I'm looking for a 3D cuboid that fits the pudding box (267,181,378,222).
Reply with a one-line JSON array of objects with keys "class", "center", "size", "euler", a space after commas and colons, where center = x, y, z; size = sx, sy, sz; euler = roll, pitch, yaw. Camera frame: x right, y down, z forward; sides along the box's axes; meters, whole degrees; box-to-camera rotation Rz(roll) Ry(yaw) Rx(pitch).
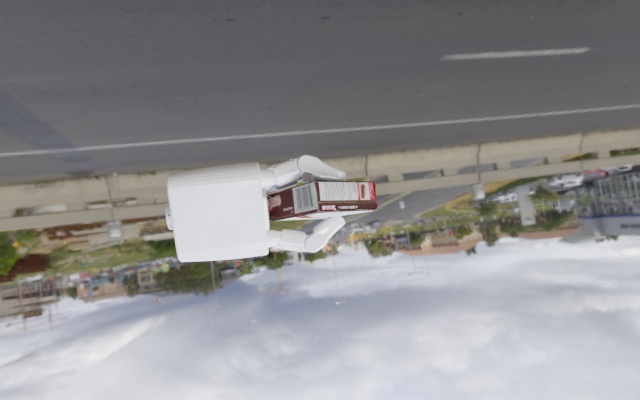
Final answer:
[{"class": "pudding box", "center": [0.000, 0.002, 0.586], "size": [0.090, 0.039, 0.113], "euler": [-2, -5, -35]}]
